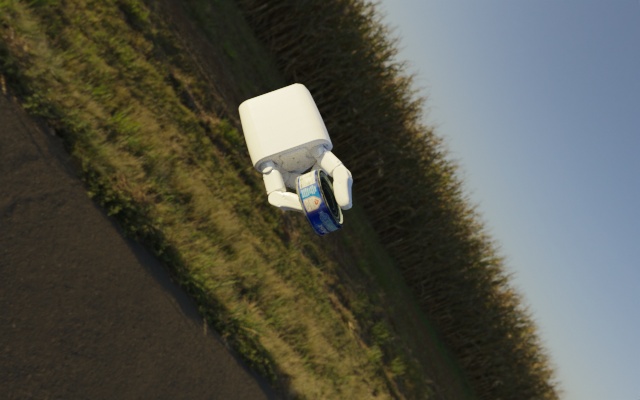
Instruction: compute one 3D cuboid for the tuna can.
[{"bbox_3d":[0.001,0.002,0.640,0.034,0.086,0.086,-22,-5,13],"label":"tuna can"}]
